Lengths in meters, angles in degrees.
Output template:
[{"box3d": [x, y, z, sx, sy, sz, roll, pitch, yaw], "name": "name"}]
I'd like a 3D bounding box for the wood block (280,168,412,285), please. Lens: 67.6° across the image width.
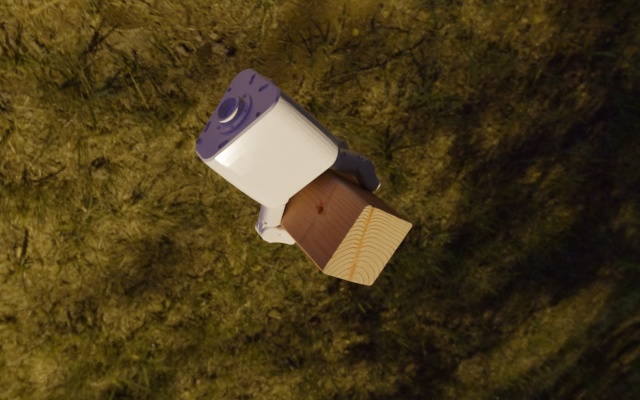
[{"box3d": [0.000, 0.002, 0.594, 0.090, 0.091, 0.206, 22, 15, -43], "name": "wood block"}]
